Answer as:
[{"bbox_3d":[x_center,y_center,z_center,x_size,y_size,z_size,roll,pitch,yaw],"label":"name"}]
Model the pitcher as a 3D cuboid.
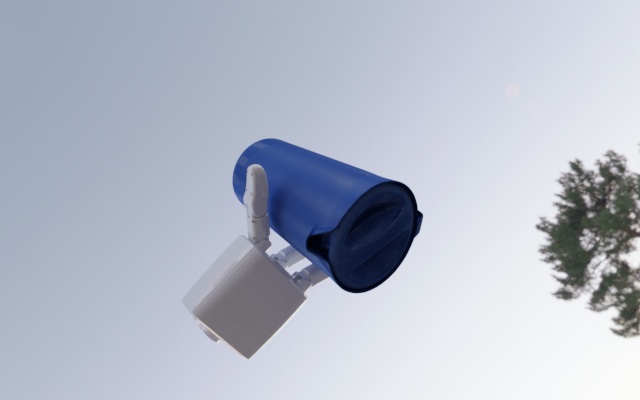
[{"bbox_3d":[0.000,0.002,0.605,0.242,0.145,0.149,30,-16,45],"label":"pitcher"}]
